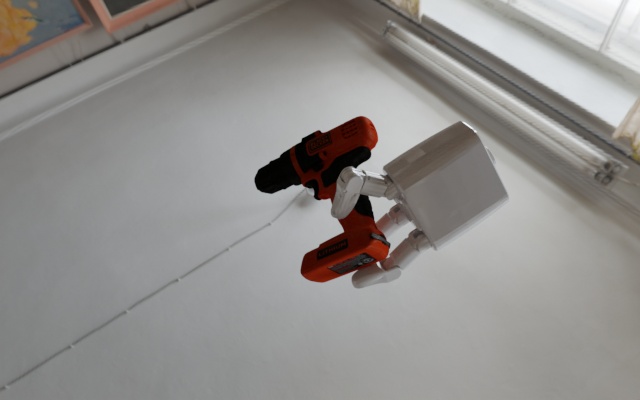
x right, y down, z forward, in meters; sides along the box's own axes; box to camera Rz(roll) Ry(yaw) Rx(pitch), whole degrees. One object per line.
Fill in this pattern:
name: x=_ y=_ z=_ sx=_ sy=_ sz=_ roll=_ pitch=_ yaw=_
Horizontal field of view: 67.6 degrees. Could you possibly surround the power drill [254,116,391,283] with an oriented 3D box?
power drill: x=0.000 y=0.002 z=0.597 sx=0.184 sy=0.187 sz=0.057 roll=-25 pitch=-30 yaw=24
